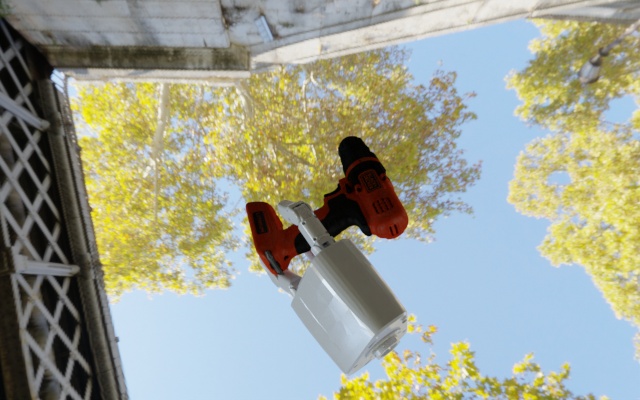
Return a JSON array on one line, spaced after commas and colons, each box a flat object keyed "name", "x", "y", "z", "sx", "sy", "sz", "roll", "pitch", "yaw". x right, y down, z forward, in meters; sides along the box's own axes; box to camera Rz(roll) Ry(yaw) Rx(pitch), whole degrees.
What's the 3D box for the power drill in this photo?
[{"name": "power drill", "x": 0.000, "y": 0.002, "z": 0.615, "sx": 0.187, "sy": 0.057, "sz": 0.184, "roll": -25, "pitch": 42, "yaw": 3}]
